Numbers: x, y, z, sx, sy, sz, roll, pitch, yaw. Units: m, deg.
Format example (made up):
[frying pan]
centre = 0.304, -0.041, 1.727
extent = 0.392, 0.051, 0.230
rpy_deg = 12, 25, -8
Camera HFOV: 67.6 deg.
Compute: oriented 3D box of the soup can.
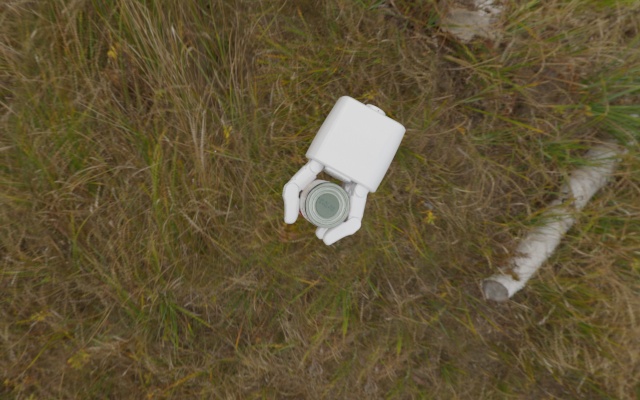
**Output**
[soup can]
centre = 0.000, 0.003, 0.718
extent = 0.068, 0.068, 0.102
rpy_deg = 0, 6, -12
